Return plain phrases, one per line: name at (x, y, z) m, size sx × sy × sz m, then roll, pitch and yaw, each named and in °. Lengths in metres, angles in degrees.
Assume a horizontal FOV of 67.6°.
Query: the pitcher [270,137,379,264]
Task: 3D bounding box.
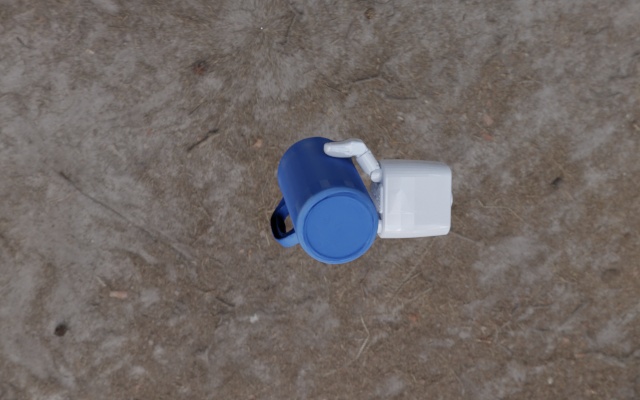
pitcher at (0.000, 0.002, 0.712) m, size 0.145 × 0.149 × 0.242 m, roll 0°, pitch 20°, yaw -8°
